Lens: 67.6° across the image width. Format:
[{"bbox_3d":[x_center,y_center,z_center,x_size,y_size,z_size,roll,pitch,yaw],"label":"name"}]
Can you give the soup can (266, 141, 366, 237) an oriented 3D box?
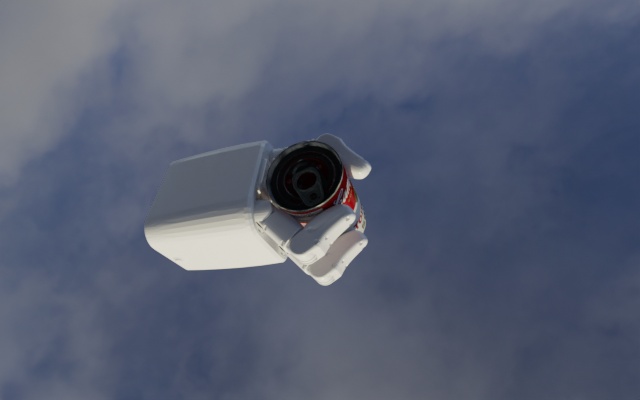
[{"bbox_3d":[0.001,0.001,0.441,0.068,0.068,0.102,0,-27,18],"label":"soup can"}]
